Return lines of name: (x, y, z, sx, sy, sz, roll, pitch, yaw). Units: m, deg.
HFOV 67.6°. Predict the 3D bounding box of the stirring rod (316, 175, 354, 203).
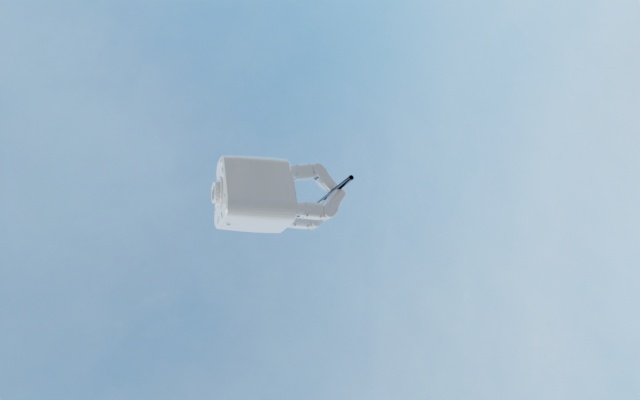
stirring rod: (0.000, 0.003, 0.820, 0.011, 0.011, 0.239, 0, -18, -24)
